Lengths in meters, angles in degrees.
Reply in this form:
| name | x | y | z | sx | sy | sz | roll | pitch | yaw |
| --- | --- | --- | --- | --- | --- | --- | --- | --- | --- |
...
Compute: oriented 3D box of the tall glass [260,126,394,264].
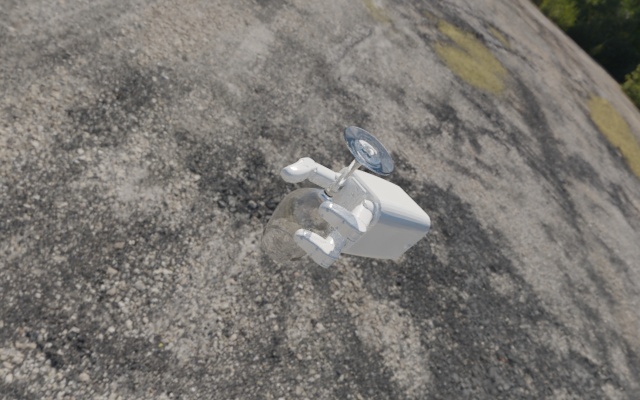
| name | x | y | z | sx | sy | sz | roll | pitch | yaw |
| --- | --- | --- | --- | --- | --- | --- | --- | --- | --- |
| tall glass | 0.000 | 0.001 | 0.607 | 0.079 | 0.079 | 0.201 | 0 | -38 | -47 |
